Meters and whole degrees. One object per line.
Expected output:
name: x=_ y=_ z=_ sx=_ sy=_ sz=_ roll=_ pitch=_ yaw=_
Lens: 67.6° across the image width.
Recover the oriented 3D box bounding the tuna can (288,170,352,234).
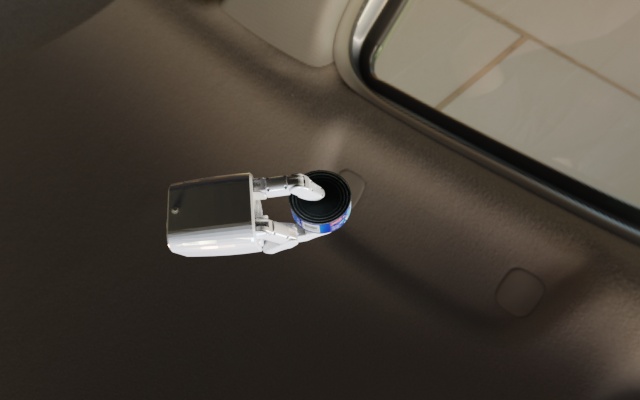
tuna can: x=0.000 y=0.002 z=0.661 sx=0.086 sy=0.086 sz=0.034 roll=0 pitch=-30 yaw=4
